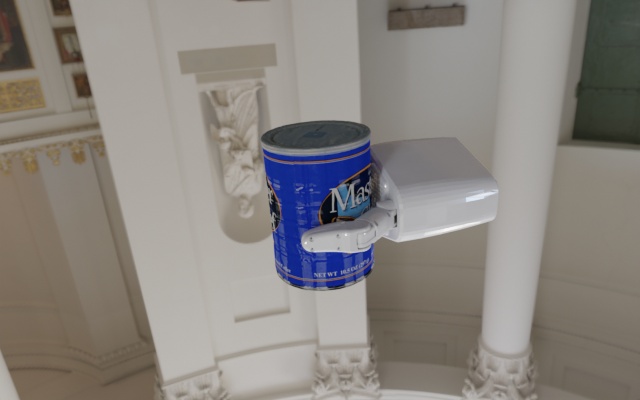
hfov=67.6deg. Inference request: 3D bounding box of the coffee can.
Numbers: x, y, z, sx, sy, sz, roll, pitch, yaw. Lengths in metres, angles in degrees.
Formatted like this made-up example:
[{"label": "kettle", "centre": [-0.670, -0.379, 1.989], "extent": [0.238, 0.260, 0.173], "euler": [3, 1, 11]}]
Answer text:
[{"label": "coffee can", "centre": [0.000, 0.001, 0.469], "extent": [0.103, 0.140, 0.102], "euler": [-4, 22, 1]}]
